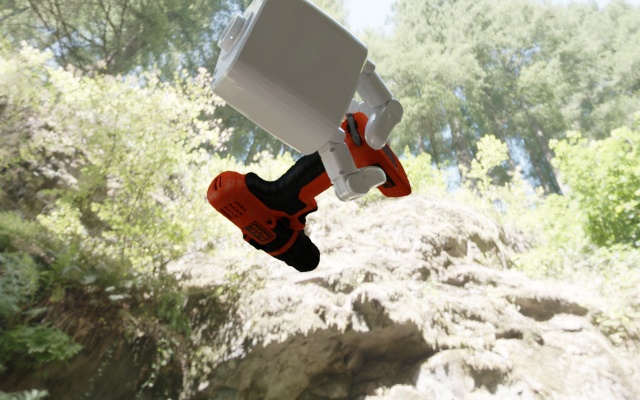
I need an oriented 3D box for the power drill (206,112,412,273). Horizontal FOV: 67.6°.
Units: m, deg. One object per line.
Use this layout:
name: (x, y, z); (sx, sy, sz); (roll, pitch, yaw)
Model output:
power drill: (0.000, 0.001, 0.523); (0.188, 0.057, 0.184); (-29, -45, 16)
